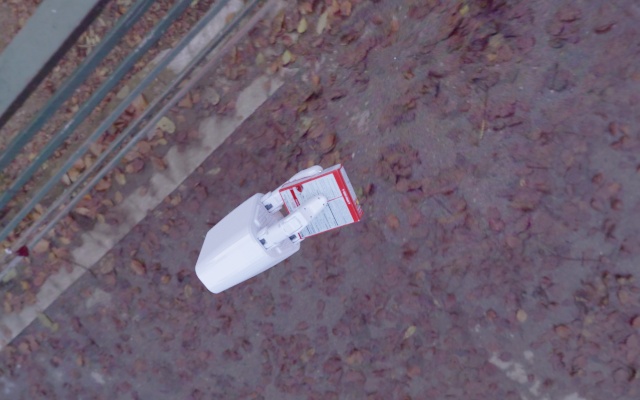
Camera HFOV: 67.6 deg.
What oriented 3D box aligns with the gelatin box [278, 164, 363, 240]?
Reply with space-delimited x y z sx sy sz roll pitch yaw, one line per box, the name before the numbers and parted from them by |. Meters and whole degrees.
gelatin box | 0.000 0.002 0.614 0.089 0.073 0.030 -19 15 22
